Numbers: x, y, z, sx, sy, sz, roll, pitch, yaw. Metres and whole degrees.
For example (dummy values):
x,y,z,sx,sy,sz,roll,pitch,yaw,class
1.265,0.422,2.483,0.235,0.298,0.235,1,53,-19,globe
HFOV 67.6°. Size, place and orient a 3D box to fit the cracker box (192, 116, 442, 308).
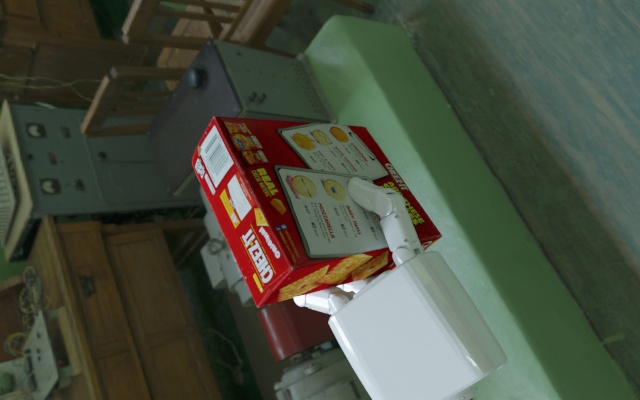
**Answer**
x,y,z,sx,sy,sz,roll,pitch,yaw,class
0.000,0.001,0.481,0.213,0.164,0.072,-5,-34,-45,cracker box
